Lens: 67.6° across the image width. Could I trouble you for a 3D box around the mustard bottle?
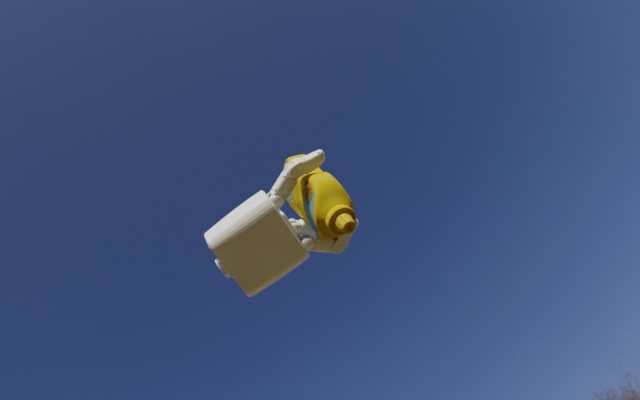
[{"bbox_3d":[0.000,0.002,0.695,0.058,0.096,0.191,-14,25,-18],"label":"mustard bottle"}]
